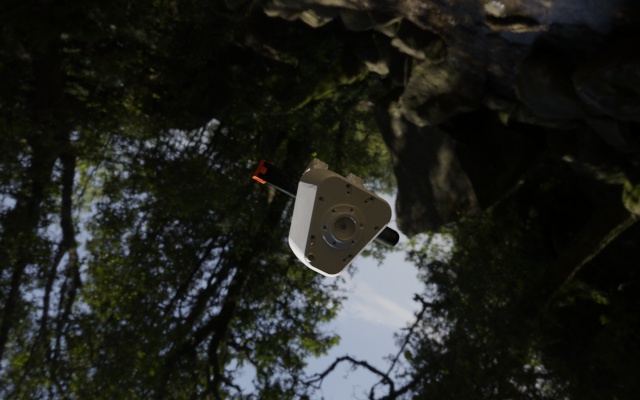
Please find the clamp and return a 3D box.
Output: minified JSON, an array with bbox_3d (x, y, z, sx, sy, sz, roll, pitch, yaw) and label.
[{"bbox_3d":[-0.001,0.003,0.695,0.210,0.036,0.164,28,-2,-12],"label":"clamp"}]
